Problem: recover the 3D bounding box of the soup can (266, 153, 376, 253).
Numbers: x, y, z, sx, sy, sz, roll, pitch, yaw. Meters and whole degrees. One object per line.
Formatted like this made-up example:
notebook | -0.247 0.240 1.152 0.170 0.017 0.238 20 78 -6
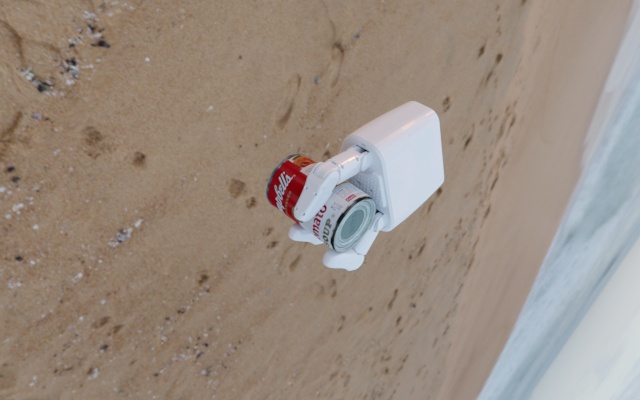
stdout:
soup can | 0.000 0.002 0.512 0.102 0.068 0.068 34 19 31
